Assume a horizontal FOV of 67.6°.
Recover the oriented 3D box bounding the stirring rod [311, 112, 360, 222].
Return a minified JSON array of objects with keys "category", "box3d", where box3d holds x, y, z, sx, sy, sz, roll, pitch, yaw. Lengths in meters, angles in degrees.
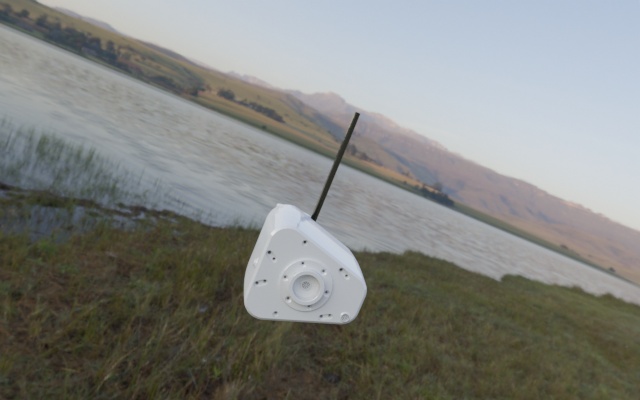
[{"category":"stirring rod","box3d":[0.000,0.002,0.603,0.011,0.239,0.011,22,5,-2]}]
